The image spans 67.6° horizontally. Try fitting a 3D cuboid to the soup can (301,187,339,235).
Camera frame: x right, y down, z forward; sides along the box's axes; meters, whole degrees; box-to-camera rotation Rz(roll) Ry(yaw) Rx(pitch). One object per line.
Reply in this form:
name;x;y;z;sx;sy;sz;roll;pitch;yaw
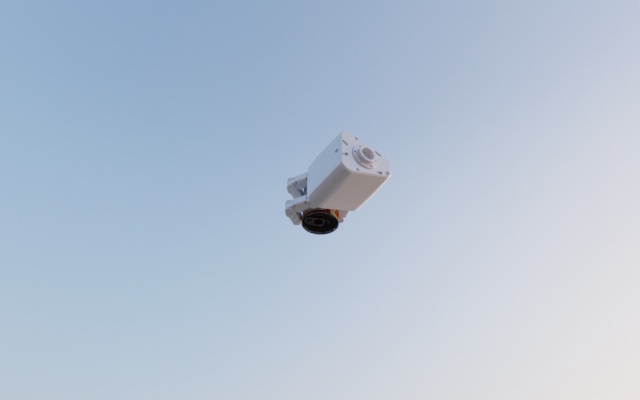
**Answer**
soup can;0.000;0.003;0.888;0.068;0.102;0.069;1;-39;1
